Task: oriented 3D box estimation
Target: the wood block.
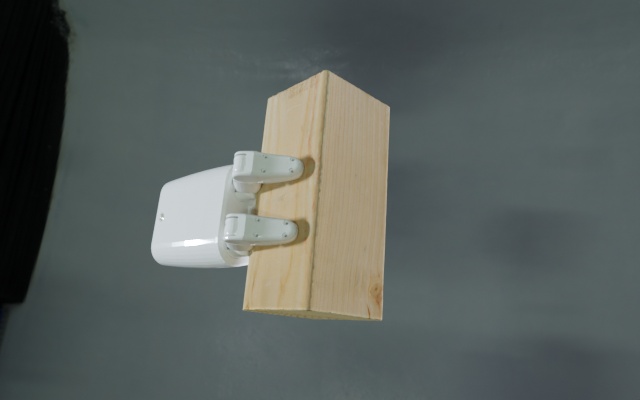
[{"bbox_3d":[0.000,0.002,0.443,0.091,0.206,0.090,19,-22,-40],"label":"wood block"}]
